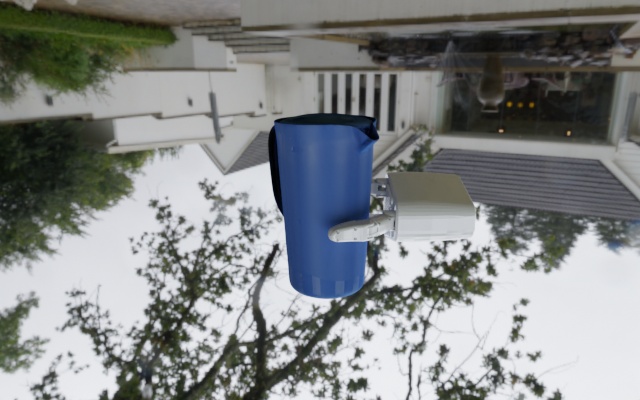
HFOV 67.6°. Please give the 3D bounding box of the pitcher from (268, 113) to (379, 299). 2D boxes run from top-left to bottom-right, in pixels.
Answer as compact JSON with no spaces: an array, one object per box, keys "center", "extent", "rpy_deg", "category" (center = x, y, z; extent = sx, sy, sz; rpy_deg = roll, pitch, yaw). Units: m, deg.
[{"center":[0.000,0.002,0.658],"extent":[0.145,0.243,0.149],"rpy_deg":[-1,16,-3],"category":"pitcher"}]
